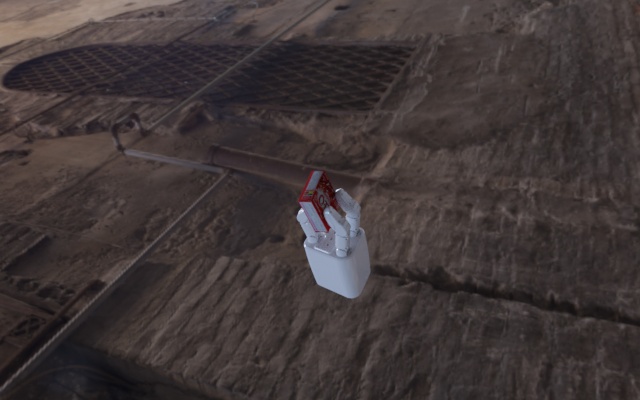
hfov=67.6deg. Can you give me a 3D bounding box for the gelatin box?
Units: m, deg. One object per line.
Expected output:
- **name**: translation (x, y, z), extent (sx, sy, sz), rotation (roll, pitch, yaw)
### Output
- **gelatin box**: translation (0.000, 0.003, 0.846), extent (0.030, 0.073, 0.089), rotation (1, -41, 28)
